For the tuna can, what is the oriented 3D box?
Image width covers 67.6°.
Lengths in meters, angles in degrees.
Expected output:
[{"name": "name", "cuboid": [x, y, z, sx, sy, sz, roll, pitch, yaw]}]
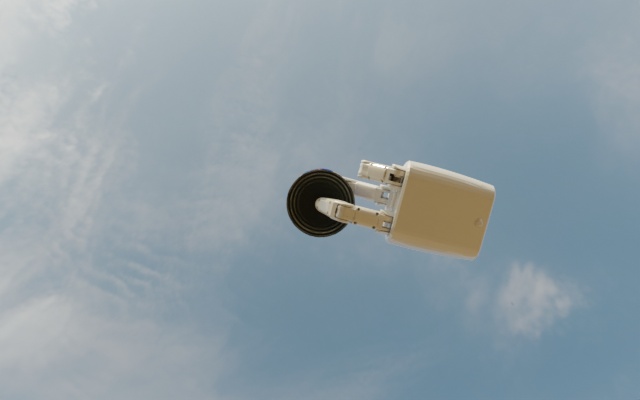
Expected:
[{"name": "tuna can", "cuboid": [0.000, 0.002, 0.611, 0.086, 0.086, 0.033, 0, 8, -1]}]
